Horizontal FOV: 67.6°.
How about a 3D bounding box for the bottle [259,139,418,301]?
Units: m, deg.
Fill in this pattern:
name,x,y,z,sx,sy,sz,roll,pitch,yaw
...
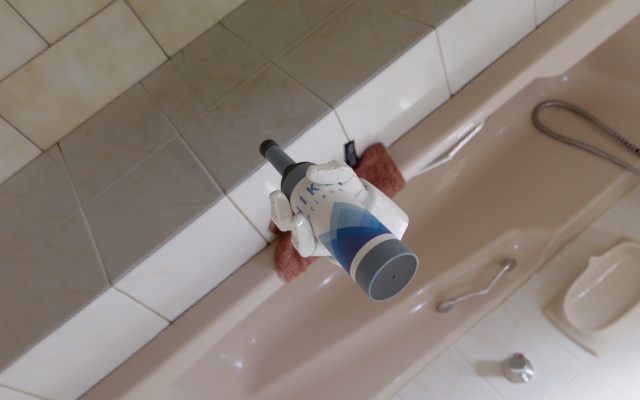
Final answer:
name,x,y,z,sx,sy,sz,roll,pitch,yaw
bottle,0.000,0.002,0.597,0.069,0.069,0.295,0,33,-39
